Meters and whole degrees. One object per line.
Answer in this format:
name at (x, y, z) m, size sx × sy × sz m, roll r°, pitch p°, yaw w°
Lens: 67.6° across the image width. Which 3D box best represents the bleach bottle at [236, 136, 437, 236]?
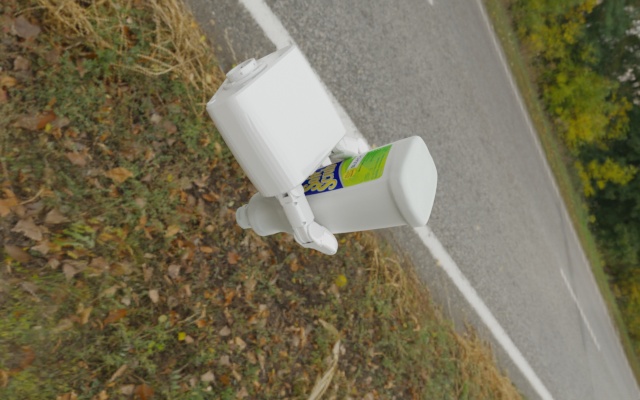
bleach bottle at (0.000, 0.002, 0.544) m, size 0.251 × 0.068 × 0.102 m, roll -14°, pitch 31°, yaw 32°
